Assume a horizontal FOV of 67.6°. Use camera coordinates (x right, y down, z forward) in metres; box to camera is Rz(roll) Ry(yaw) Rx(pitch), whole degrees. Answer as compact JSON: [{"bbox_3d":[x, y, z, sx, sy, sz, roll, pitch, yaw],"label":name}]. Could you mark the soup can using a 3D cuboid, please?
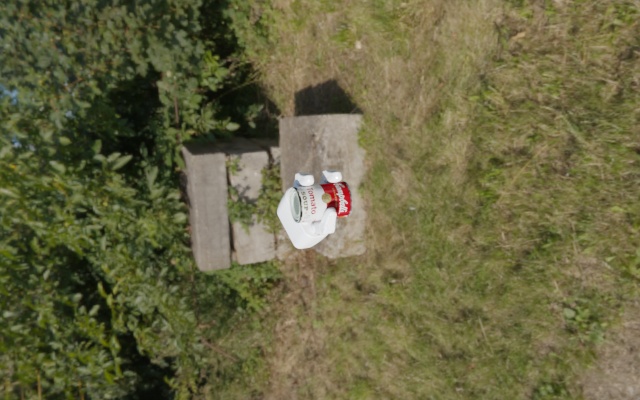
[{"bbox_3d":[0.000,0.003,0.885,0.102,0.068,0.068,-7,2,-20],"label":"soup can"}]
